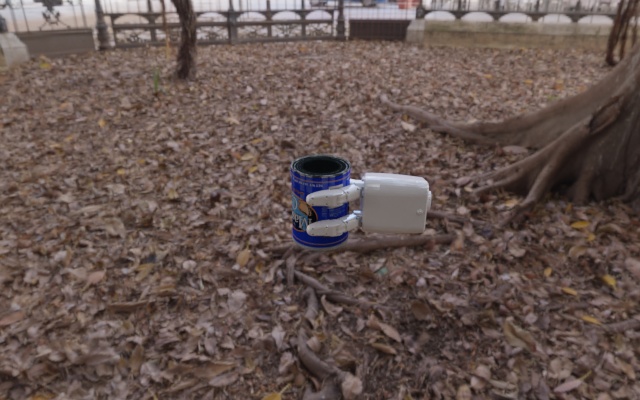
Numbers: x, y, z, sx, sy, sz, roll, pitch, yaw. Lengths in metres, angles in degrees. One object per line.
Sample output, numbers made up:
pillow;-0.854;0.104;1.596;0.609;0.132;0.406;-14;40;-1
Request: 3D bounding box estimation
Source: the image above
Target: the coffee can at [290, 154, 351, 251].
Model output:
coffee can;0.000;0.003;0.833;0.103;0.140;0.102;0;25;0
